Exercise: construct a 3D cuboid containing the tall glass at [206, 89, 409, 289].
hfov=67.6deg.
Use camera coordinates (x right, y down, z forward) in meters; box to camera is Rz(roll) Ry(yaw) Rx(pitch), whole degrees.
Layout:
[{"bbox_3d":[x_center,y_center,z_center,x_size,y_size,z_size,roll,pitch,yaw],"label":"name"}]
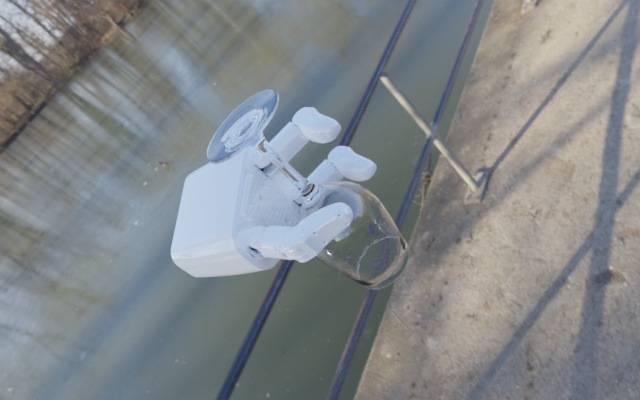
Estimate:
[{"bbox_3d":[0.000,0.001,0.415,0.079,0.079,0.201,0,-36,49],"label":"tall glass"}]
